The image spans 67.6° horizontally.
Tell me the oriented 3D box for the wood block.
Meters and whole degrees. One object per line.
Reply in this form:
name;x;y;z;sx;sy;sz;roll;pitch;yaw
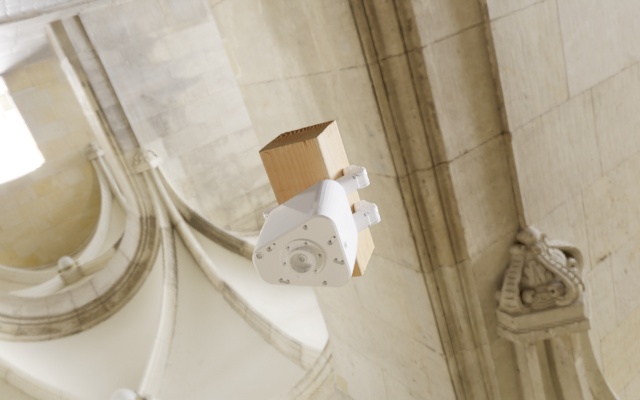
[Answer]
wood block;0.000;0.003;0.685;0.091;0.206;0.090;-10;21;23
